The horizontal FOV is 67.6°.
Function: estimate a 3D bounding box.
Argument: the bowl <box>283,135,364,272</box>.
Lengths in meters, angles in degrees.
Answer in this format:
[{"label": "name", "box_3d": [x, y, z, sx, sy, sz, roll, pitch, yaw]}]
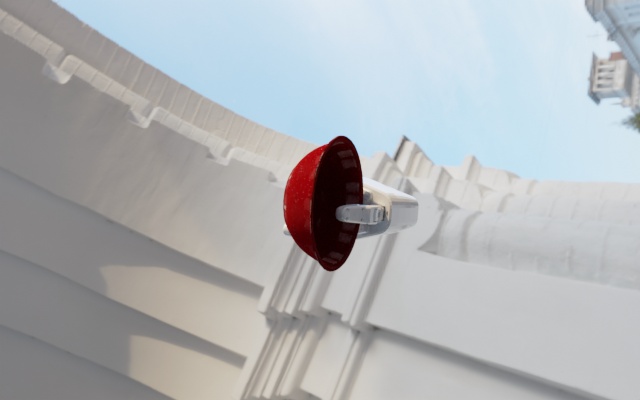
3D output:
[{"label": "bowl", "box_3d": [-0.001, 0.002, 0.576, 0.055, 0.162, 0.162, 5, 2, 24]}]
